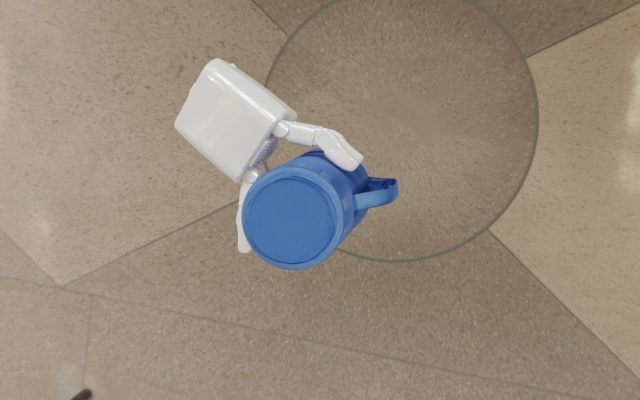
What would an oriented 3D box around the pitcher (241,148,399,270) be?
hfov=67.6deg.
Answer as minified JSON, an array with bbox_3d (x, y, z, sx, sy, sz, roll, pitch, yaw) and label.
[{"bbox_3d":[0.000,0.002,0.589,0.145,0.149,0.243,39,12,2],"label":"pitcher"}]
